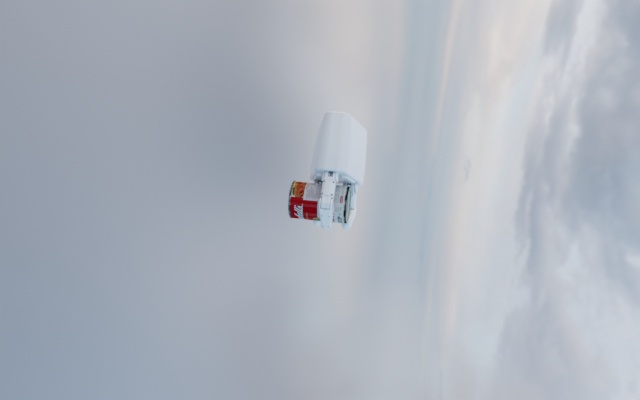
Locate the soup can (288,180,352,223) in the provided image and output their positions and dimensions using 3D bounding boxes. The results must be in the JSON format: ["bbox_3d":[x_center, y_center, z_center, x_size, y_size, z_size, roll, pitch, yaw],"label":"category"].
[{"bbox_3d":[0.000,0.003,0.845,0.102,0.068,0.068,6,1,10],"label":"soup can"}]
